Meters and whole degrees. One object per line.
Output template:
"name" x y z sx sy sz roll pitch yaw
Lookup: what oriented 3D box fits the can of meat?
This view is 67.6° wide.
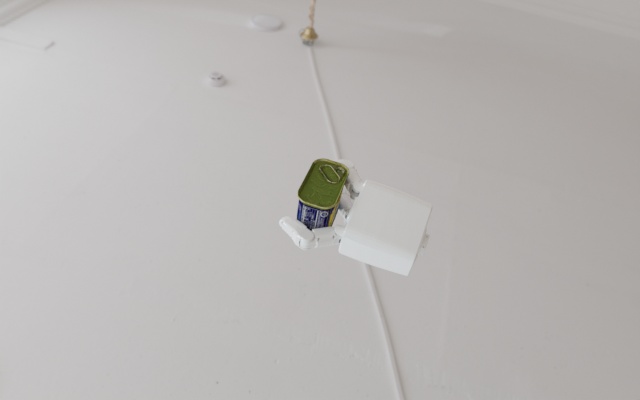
"can of meat" 0.000 0.003 0.709 0.057 0.084 0.102 17 45 7
